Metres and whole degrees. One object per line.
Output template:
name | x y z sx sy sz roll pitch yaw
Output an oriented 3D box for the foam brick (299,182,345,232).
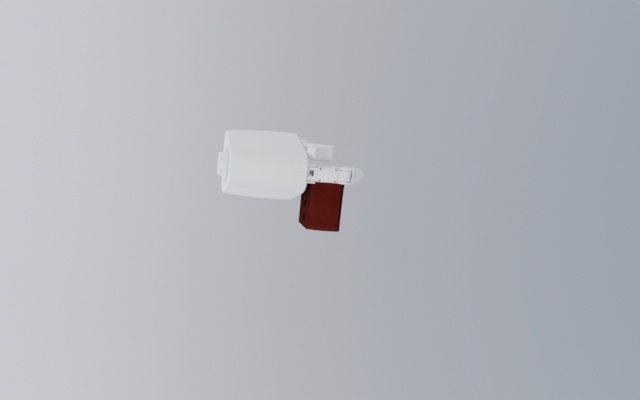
foam brick | 0.000 0.003 0.711 0.051 0.078 0.053 3 10 -18
